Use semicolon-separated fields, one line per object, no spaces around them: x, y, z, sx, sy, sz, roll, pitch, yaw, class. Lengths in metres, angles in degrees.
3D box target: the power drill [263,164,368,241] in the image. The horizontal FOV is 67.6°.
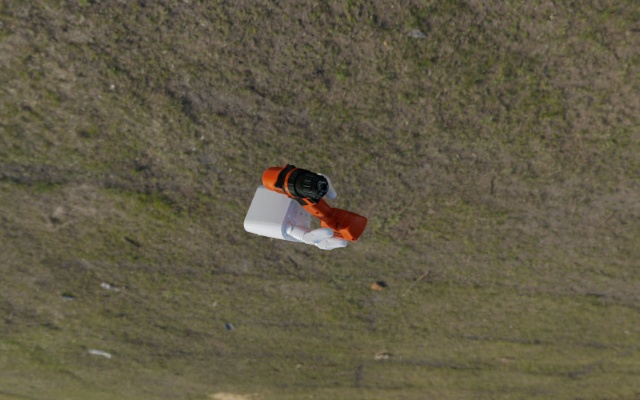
0.000;0.003;0.873;0.188;0.057;0.184;40;-13;-32;power drill
